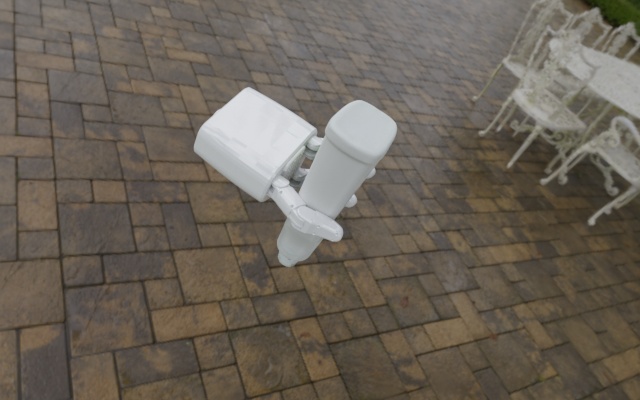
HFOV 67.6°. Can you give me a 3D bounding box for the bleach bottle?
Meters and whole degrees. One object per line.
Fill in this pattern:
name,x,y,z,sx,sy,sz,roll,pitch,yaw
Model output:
bleach bottle,0.000,0.002,0.589,0.068,0.251,0.102,34,39,4
